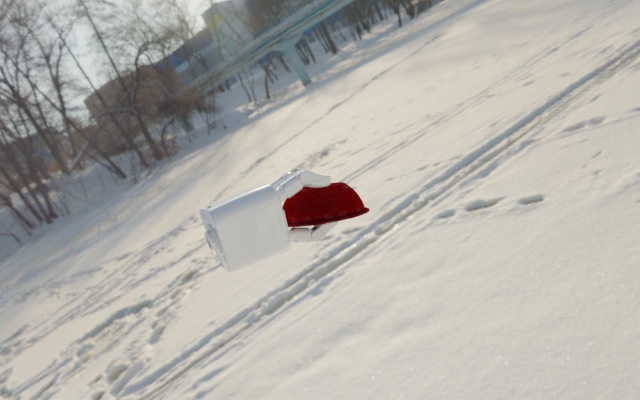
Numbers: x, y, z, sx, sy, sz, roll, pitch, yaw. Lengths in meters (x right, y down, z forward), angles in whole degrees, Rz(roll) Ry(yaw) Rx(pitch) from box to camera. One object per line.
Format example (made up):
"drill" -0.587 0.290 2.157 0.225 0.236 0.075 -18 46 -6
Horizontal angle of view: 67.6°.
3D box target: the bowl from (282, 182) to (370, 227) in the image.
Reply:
"bowl" 0.001 0.002 0.813 0.162 0.055 0.162 -8 5 1
